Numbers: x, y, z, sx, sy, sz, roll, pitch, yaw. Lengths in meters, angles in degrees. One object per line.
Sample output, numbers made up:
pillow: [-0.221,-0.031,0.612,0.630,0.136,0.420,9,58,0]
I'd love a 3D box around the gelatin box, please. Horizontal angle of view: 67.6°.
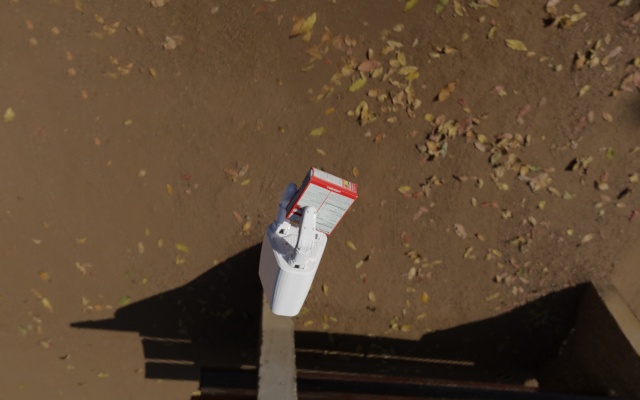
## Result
gelatin box: [0.000,0.002,0.684,0.073,0.030,0.089,21,-51,-17]
